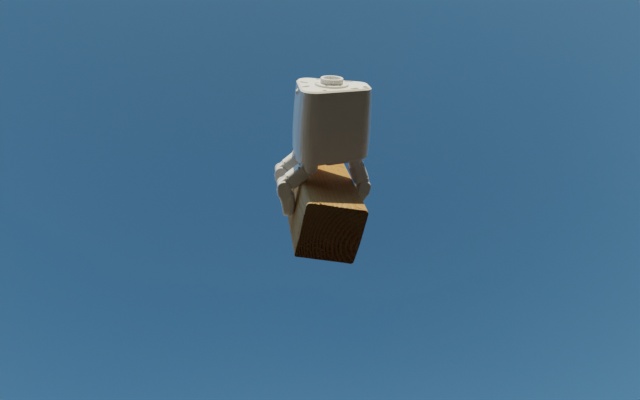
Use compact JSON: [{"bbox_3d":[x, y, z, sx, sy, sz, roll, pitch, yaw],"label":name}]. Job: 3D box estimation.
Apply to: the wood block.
[{"bbox_3d":[0.000,0.002,0.753,0.091,0.090,0.206,8,25,-13],"label":"wood block"}]
